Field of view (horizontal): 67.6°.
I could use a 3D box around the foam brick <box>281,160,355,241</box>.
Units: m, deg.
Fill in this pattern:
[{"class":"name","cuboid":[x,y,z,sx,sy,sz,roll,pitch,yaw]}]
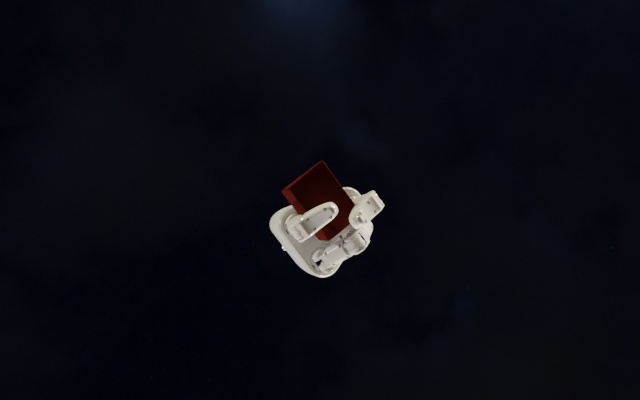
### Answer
[{"class":"foam brick","cuboid":[0.000,0.002,0.556,0.053,0.078,0.051,-38,7,-12]}]
